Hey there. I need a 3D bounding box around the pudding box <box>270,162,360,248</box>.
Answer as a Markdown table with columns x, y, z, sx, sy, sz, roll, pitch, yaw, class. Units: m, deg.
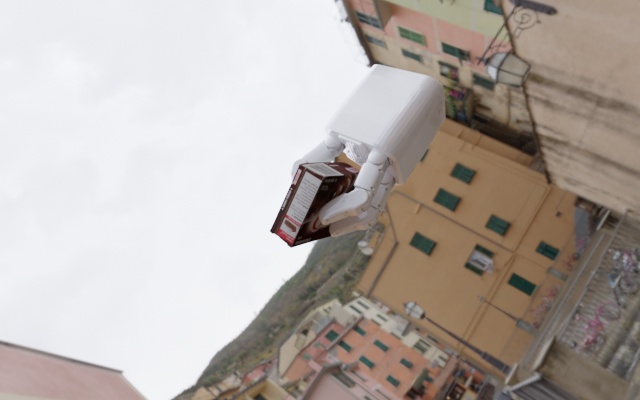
| x | y | z | sx | sy | sz | roll | pitch | yaw | class |
| --- | --- | --- | --- | --- | --- | --- | --- | --- | --- |
| 0.000 | 0.002 | 0.557 | 0.039 | 0.090 | 0.113 | 33 | 19 | 25 | pudding box |
